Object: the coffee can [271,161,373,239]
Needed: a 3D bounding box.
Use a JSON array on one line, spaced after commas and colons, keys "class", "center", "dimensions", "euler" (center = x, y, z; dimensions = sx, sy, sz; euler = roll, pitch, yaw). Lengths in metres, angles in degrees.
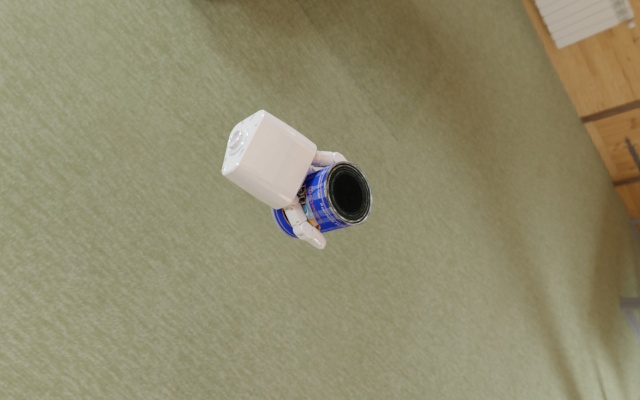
[{"class": "coffee can", "center": [0.000, 0.003, 0.786], "dimensions": [0.103, 0.103, 0.140], "euler": [0, -12, -42]}]
